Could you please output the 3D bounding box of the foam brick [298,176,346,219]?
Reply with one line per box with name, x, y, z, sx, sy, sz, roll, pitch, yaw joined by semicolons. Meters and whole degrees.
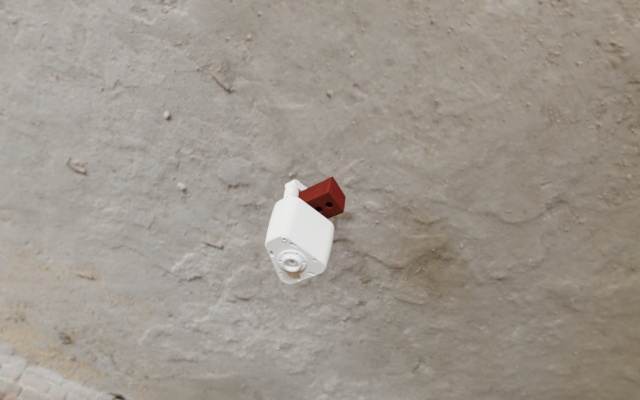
foam brick;0.000;0.003;0.877;0.078;0.053;0.051;-24;28;23
